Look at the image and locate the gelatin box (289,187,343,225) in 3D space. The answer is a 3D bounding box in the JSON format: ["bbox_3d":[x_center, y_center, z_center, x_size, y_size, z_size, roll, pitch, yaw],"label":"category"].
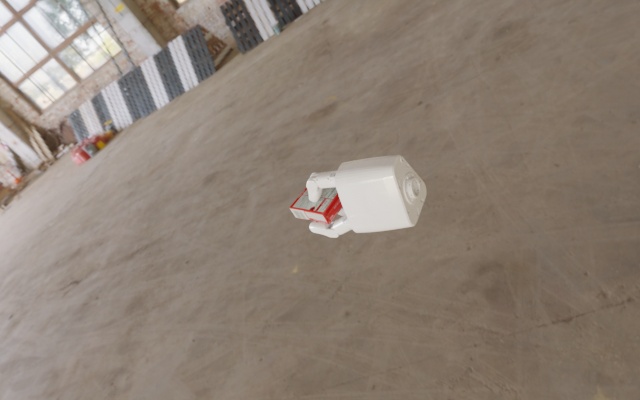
[{"bbox_3d":[0.000,0.002,0.852,0.089,0.030,0.073,9,51,43],"label":"gelatin box"}]
